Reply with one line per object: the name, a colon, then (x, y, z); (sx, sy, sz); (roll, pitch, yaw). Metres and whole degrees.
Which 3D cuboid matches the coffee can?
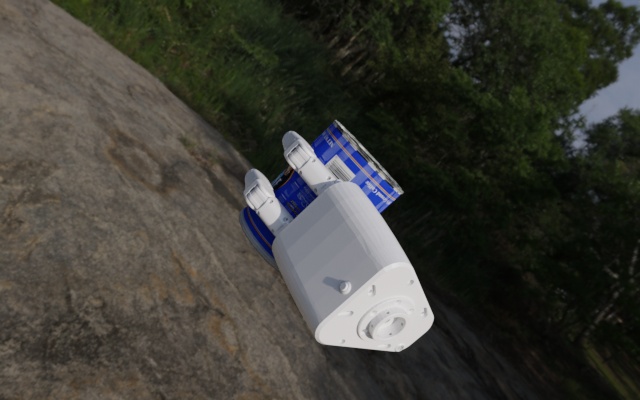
coffee can: (0.000, 0.002, 0.498); (0.140, 0.103, 0.103); (-43, -10, 10)
